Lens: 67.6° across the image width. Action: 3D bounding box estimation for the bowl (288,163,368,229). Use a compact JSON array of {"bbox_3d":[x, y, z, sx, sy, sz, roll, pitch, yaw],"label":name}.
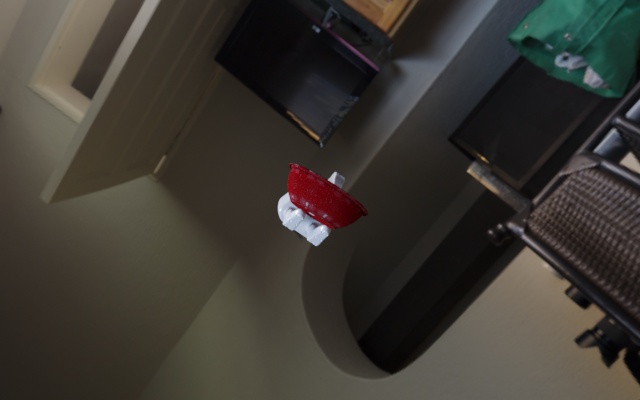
[{"bbox_3d":[0.000,0.003,0.824,0.162,0.055,0.162,32,-7,5],"label":"bowl"}]
